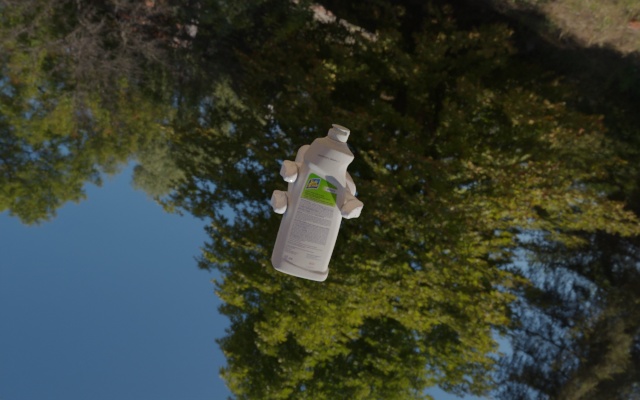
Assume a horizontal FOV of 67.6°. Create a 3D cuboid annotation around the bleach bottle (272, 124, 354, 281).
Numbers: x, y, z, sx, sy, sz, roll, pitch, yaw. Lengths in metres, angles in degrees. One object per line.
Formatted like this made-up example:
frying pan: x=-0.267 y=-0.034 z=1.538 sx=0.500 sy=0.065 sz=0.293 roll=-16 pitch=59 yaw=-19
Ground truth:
bleach bottle: x=0.000 y=0.003 z=0.774 sx=0.102 sy=0.251 sz=0.068 roll=15 pitch=18 yaw=-12
